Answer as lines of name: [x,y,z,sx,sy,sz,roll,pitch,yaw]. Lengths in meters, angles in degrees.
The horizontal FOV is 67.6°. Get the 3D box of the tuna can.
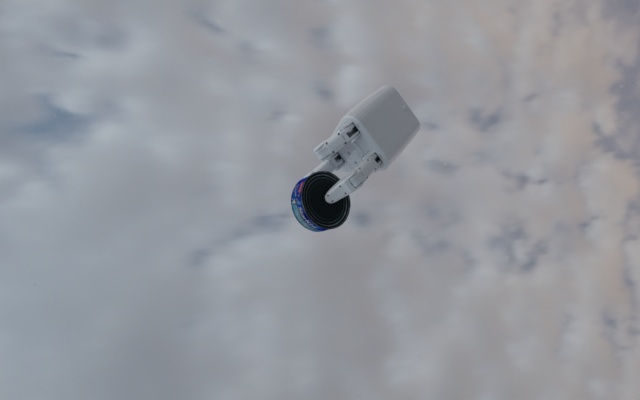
tuna can: [0.000,0.002,0.697,0.086,0.086,0.034,0,-12,-35]
